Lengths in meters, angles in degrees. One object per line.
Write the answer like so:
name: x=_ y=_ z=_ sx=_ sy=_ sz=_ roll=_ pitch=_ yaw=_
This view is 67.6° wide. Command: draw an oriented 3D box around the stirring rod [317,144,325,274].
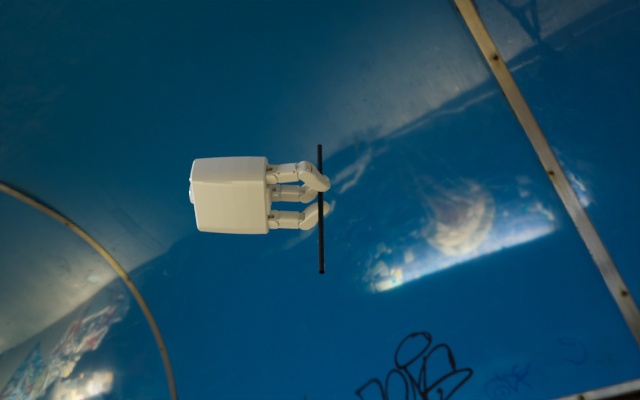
stirring rod: x=0.000 y=0.002 z=0.696 sx=0.011 sy=0.239 sz=0.011 roll=-1 pitch=-41 yaw=-1
